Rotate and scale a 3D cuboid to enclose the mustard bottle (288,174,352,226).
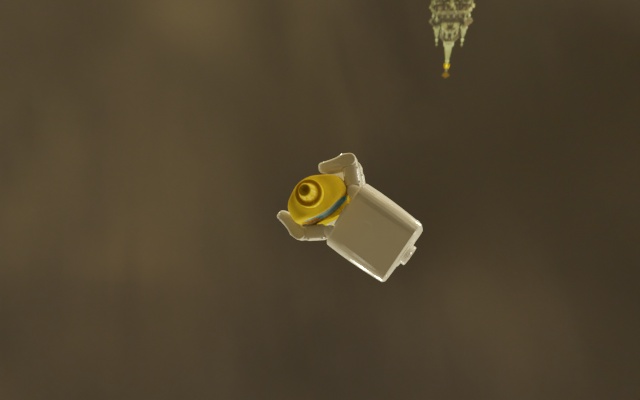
[{"bbox_3d":[0.000,0.002,0.743,0.096,0.058,0.192,-31,-15,6],"label":"mustard bottle"}]
